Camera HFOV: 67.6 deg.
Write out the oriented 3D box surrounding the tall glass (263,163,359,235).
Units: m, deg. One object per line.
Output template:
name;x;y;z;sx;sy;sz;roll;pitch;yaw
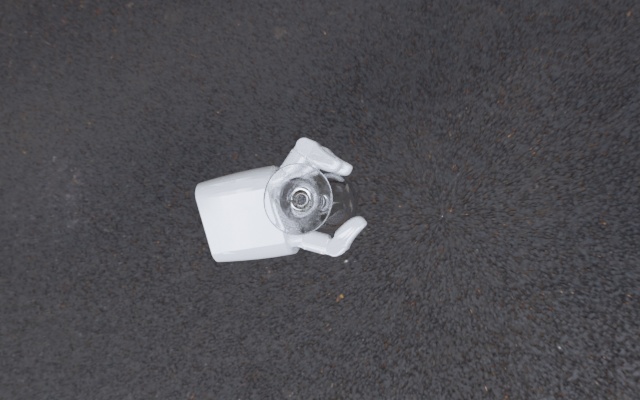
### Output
tall glass;0.000;0.002;0.584;0.079;0.079;0.201;0;-2;14
